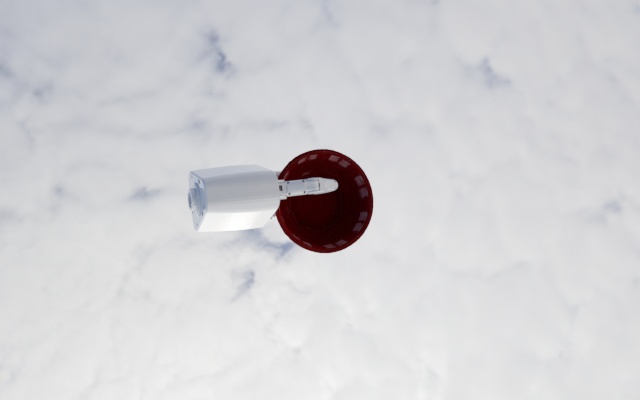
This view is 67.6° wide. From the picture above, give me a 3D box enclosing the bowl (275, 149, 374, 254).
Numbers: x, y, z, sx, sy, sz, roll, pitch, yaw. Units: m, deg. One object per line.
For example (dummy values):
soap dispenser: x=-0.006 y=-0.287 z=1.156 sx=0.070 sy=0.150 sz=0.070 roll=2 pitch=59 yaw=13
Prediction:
bowl: x=0.001 y=0.003 z=0.757 sx=0.162 sy=0.162 sz=0.055 roll=0 pitch=-5 yaw=-16
